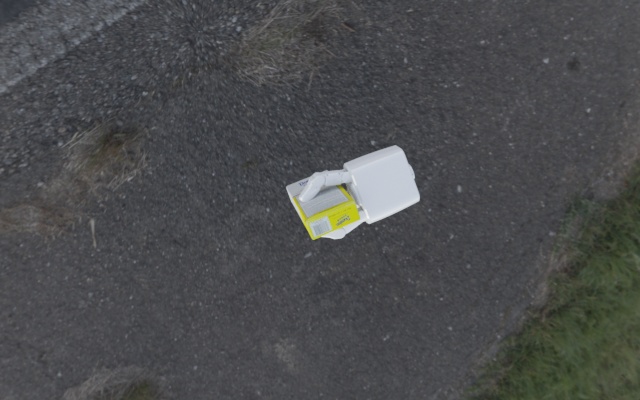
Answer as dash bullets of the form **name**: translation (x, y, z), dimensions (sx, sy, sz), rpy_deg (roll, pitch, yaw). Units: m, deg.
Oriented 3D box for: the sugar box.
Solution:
- **sugar box**: translation (0.000, 0.003, 0.883), dimensions (0.093, 0.048, 0.176), rpy_deg (-22, 23, -6)
